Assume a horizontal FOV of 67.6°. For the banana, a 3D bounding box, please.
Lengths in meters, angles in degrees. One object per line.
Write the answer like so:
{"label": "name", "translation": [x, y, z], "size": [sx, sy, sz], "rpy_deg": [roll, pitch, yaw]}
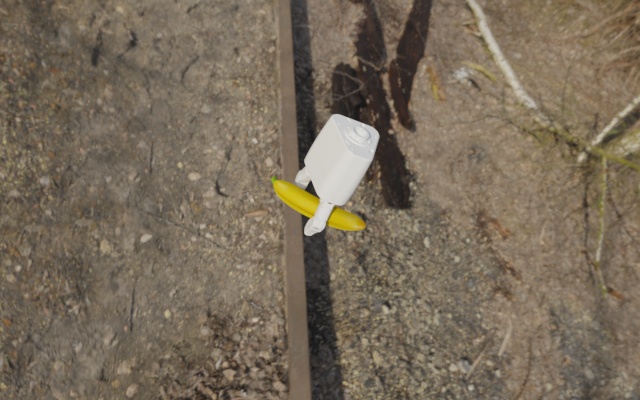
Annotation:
{"label": "banana", "translation": [-0.007, 0.008, 0.864], "size": [0.198, 0.037, 0.069], "rpy_deg": [29, 27, 2]}
